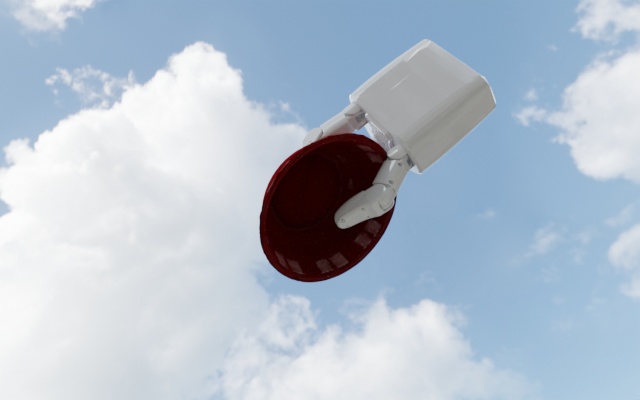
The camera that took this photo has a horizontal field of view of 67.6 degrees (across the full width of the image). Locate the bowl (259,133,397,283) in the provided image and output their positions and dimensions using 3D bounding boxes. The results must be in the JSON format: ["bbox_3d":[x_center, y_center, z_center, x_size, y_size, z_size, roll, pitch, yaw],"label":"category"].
[{"bbox_3d":[-0.001,0.002,0.493,0.162,0.162,0.055,0,23,-35],"label":"bowl"}]
